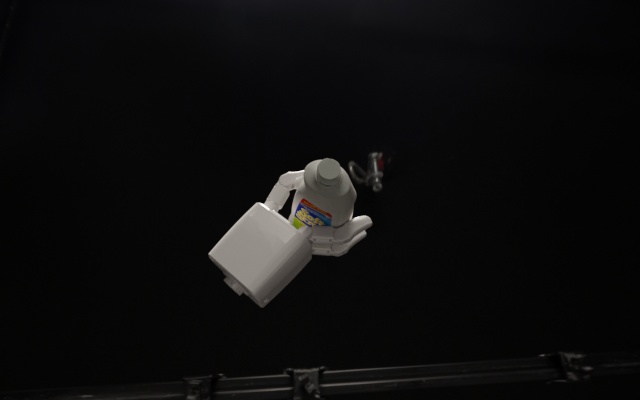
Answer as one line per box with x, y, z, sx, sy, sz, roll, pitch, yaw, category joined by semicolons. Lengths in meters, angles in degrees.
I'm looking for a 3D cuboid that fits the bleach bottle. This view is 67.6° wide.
0.000;0.002;0.698;0.102;0.068;0.251;38;-18;12;bleach bottle
